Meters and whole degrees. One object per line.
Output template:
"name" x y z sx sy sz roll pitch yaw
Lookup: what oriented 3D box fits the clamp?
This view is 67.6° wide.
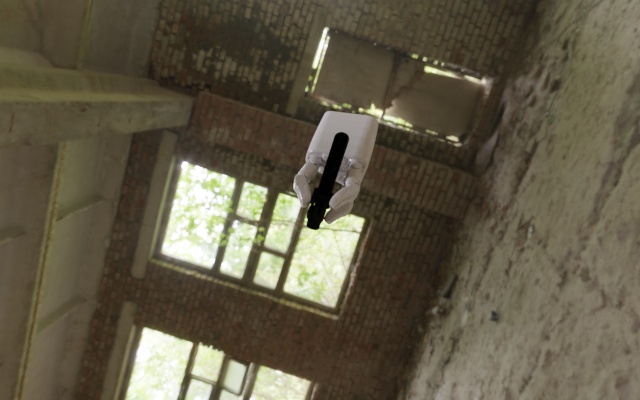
"clamp" -0.001 0.002 0.823 0.036 0.164 0.210 20 -31 2
